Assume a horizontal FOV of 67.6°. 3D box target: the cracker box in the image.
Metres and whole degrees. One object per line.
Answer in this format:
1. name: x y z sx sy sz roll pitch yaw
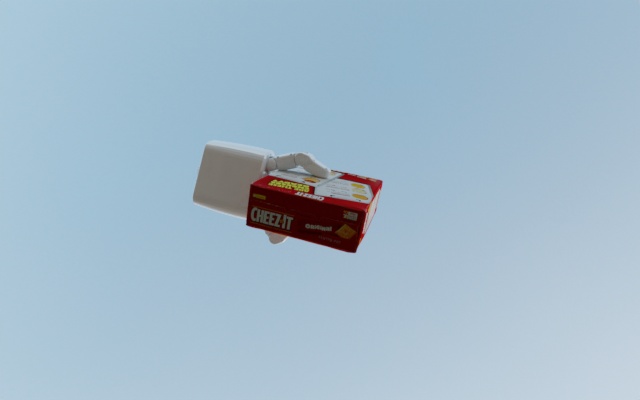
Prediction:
1. cracker box: 0.000 0.002 0.741 0.164 0.072 0.213 13 16 10
